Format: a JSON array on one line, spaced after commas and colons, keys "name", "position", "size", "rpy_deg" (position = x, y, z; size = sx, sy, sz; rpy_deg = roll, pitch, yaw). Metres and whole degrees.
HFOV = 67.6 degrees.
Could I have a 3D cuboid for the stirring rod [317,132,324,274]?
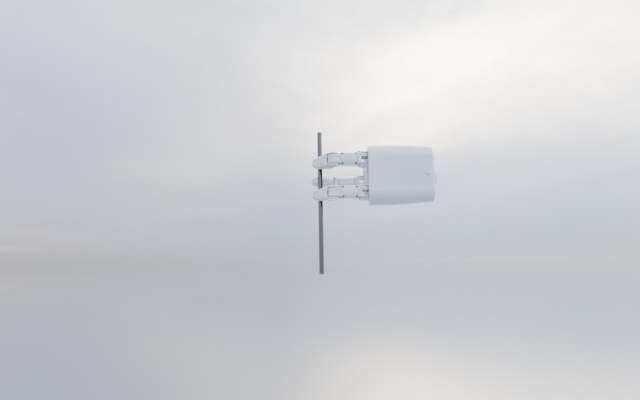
[{"name": "stirring rod", "position": [0.000, 0.003, 0.806], "size": [0.011, 0.239, 0.011], "rpy_deg": [-1, -7, 0]}]
